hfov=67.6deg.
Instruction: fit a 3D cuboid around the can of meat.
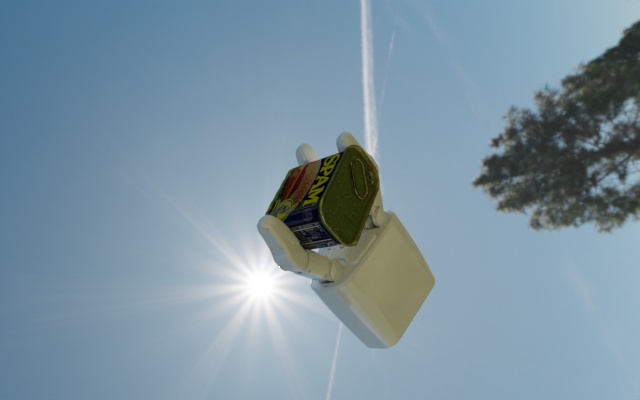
[{"bbox_3d":[0.000,0.002,0.469,0.084,0.102,0.057,-15,-53,40],"label":"can of meat"}]
